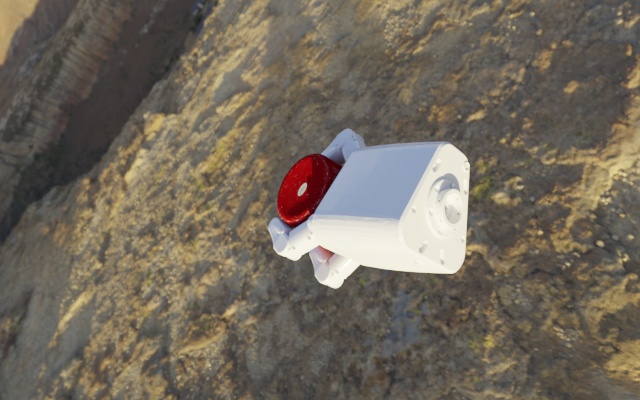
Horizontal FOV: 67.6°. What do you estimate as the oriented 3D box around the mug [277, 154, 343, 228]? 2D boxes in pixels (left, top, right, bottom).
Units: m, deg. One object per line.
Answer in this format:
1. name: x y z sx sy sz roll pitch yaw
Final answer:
1. mug: -0.001 0.002 0.524 0.081 0.093 0.117 28 -19 -37
